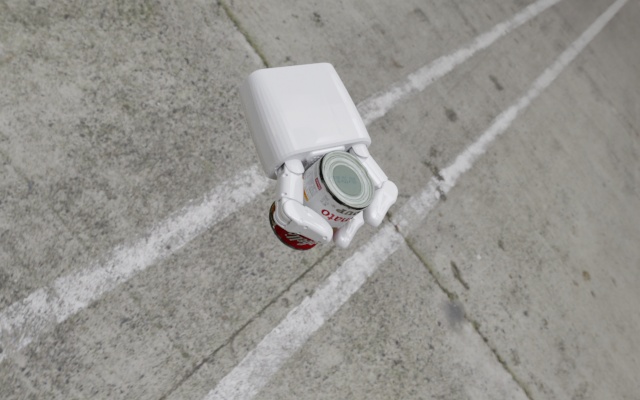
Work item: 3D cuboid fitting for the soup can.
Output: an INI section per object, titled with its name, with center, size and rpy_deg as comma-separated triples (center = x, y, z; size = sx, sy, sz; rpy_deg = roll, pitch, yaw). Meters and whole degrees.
[soup can]
center = 0.000, 0.002, 0.498
size = 0.068, 0.068, 0.102
rpy_deg = 0, -28, -39
